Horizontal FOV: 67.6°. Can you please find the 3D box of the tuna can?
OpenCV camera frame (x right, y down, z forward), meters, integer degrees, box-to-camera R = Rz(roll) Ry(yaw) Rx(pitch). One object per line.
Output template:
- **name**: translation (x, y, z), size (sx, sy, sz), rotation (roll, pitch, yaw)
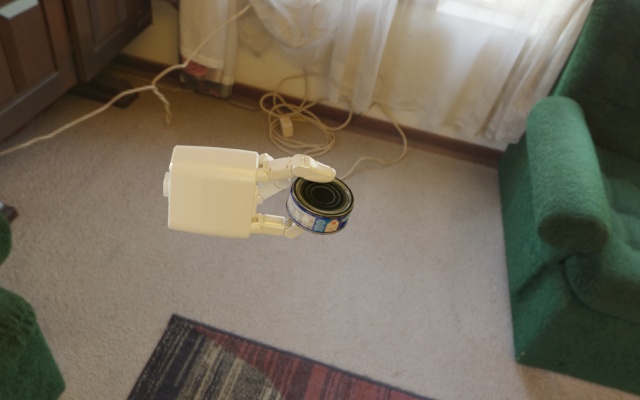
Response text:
- **tuna can**: translation (0.000, 0.002, 0.620), size (0.086, 0.034, 0.086), rotation (11, 42, -10)
